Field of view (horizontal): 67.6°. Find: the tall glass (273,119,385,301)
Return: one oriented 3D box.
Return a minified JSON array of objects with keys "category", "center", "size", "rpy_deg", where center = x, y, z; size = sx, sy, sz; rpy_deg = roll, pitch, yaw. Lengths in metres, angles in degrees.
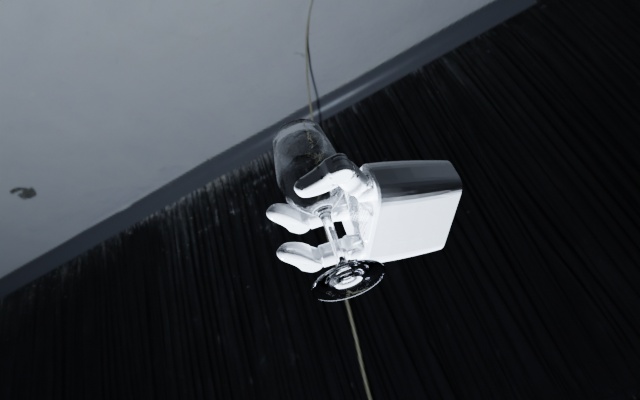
[{"category":"tall glass","center":[0.000,0.002,0.515],"size":[0.079,0.201,0.079],"rpy_deg":[-13,-35,-10]}]
